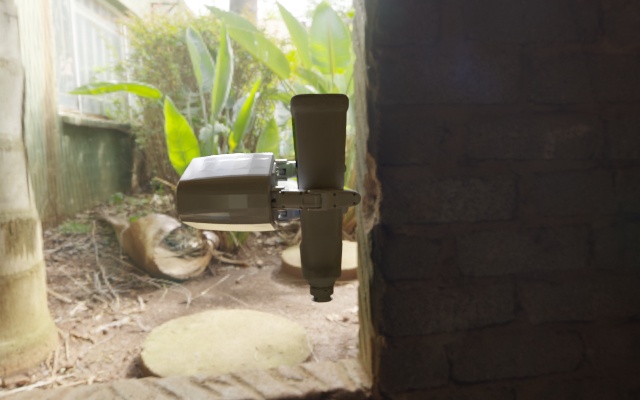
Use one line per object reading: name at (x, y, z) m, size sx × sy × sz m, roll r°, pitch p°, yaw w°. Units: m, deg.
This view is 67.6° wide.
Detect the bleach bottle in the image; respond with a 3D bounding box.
bleach bottle at (0.000, 0.002, 0.580) m, size 0.068 × 0.251 × 0.102 m, roll -1°, pitch 7°, yaw -3°
